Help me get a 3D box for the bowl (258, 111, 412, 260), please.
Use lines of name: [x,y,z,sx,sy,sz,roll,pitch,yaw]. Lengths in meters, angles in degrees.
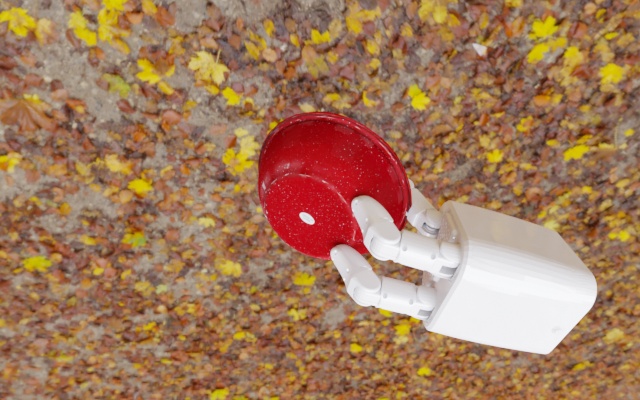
bowl: [-0.001,0.001,0.450,0.162,0.162,0.055,0,32,28]
